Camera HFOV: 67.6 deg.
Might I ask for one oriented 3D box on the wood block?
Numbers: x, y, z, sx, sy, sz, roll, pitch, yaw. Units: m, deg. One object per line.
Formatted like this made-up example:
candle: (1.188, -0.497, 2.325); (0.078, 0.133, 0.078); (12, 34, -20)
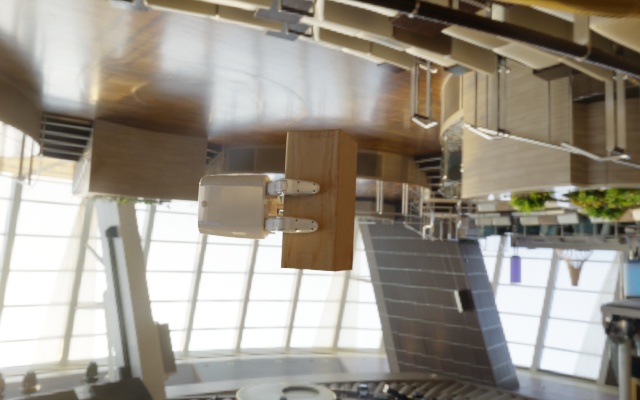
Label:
wood block: (0.000, 0.003, 0.737); (0.090, 0.206, 0.091); (1, -6, 20)
